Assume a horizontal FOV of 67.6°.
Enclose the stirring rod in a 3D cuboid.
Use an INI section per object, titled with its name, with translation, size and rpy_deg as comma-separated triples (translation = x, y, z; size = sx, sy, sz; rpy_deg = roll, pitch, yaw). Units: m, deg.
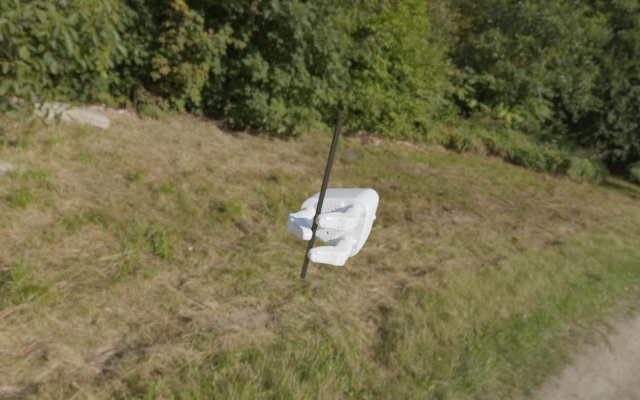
[stirring rod]
translation = 0.000, 0.002, 0.673
size = 0.011, 0.239, 0.011
rpy_deg = 12, 17, -4
